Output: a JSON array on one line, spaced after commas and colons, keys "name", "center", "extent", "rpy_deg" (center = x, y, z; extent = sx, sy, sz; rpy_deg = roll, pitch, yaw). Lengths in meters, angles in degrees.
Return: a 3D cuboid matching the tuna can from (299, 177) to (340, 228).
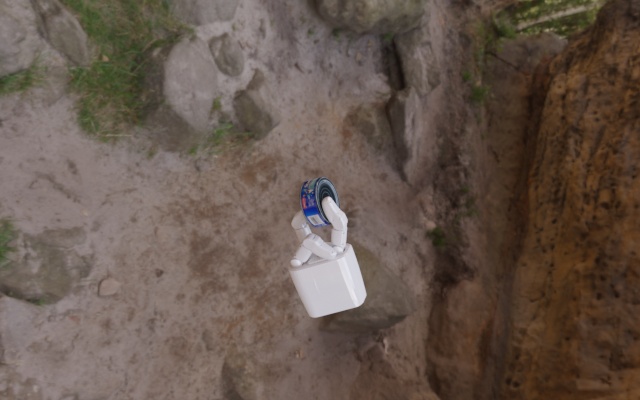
[{"name": "tuna can", "center": [0.001, 0.003, 0.837], "extent": [0.034, 0.086, 0.086], "rpy_deg": [-13, -6, 29]}]
